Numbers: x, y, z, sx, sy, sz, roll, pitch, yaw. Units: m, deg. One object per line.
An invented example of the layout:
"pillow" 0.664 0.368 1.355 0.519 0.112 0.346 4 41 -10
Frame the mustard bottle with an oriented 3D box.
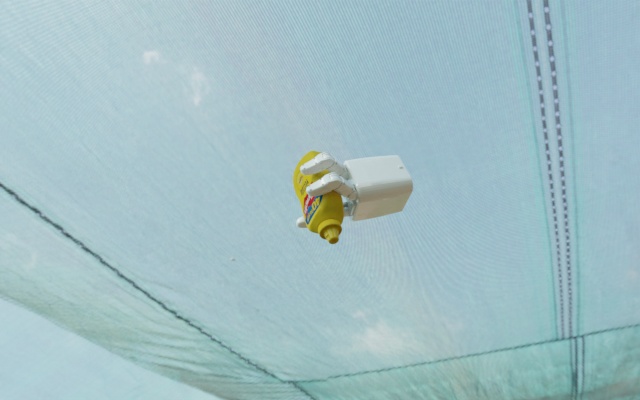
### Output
"mustard bottle" 0.000 0.003 0.866 0.058 0.096 0.191 10 39 -28
